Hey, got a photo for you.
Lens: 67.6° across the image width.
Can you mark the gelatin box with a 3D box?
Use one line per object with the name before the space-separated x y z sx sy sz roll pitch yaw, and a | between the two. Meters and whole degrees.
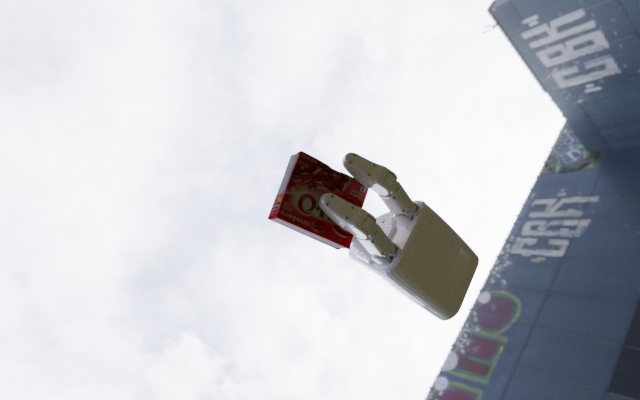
gelatin box | 0.000 0.002 0.492 0.089 0.073 0.030 26 -16 -22
